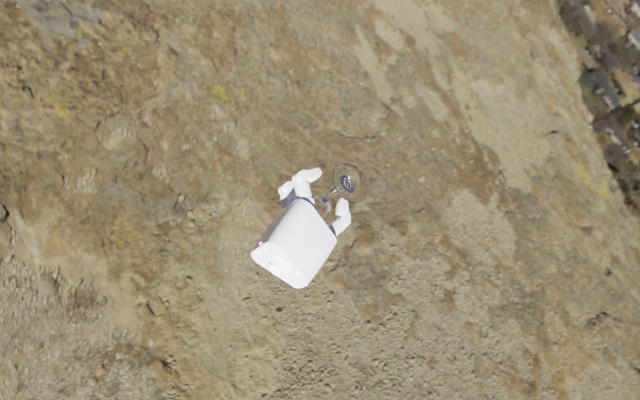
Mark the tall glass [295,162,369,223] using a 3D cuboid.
[{"bbox_3d":[0.001,0.003,0.877,0.079,0.079,0.201,0,-20,-33],"label":"tall glass"}]
